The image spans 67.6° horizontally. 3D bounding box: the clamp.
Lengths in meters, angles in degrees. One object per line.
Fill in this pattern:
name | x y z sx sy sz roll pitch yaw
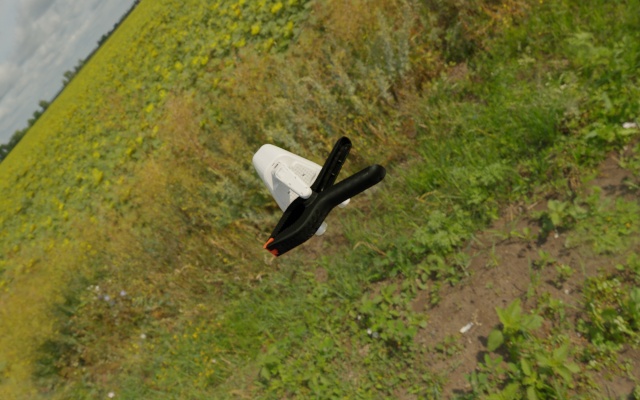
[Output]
clamp | -0.001 0.002 0.684 0.036 0.210 0.164 40 0 -24
